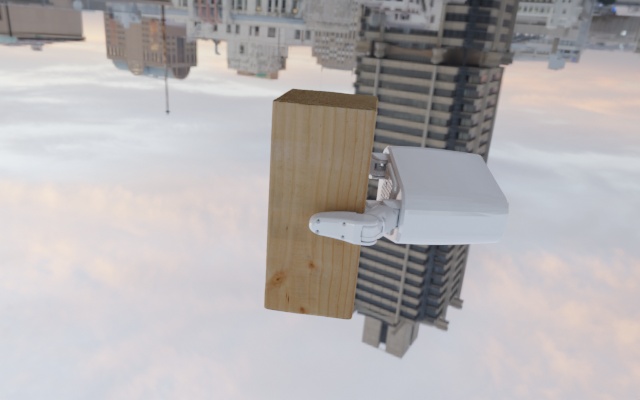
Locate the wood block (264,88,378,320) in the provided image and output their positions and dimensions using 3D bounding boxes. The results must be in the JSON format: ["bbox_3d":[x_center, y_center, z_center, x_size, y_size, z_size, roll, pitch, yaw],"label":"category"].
[{"bbox_3d":[0.000,0.002,0.474,0.090,0.206,0.090,6,20,5],"label":"wood block"}]
